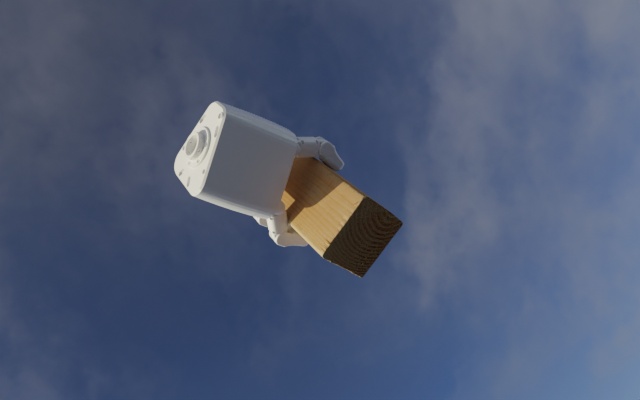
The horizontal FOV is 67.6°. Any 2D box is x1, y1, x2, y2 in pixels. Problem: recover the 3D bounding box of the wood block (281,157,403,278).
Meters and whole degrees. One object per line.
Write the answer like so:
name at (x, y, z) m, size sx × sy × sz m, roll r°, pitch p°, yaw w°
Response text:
wood block at (0.000, 0.002, 0.653) m, size 0.090 × 0.091 × 0.206 m, roll 33°, pitch 5°, yaw -43°
